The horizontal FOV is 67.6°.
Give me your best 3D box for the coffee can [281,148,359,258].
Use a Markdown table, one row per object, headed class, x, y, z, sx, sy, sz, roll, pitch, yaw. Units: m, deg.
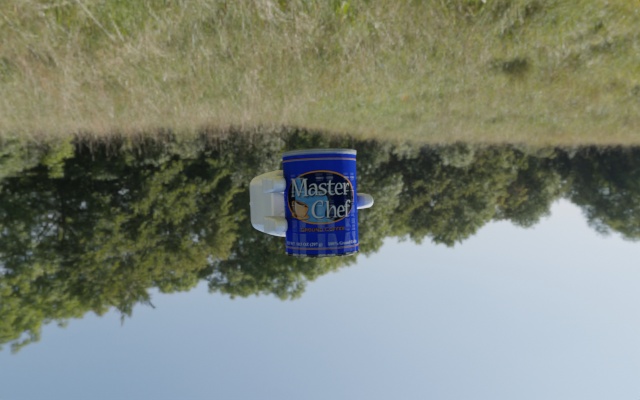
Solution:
| class | x | y | z | sx | sy | sz | roll | pitch | yaw |
| --- | --- | --- | --- | --- | --- | --- | --- | --- | --- |
| coffee can | 0.000 | 0.002 | 0.658 | 0.103 | 0.140 | 0.103 | -2 | 1 | 0 |
